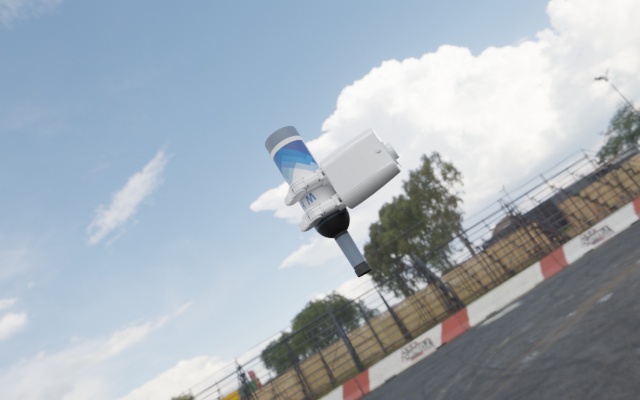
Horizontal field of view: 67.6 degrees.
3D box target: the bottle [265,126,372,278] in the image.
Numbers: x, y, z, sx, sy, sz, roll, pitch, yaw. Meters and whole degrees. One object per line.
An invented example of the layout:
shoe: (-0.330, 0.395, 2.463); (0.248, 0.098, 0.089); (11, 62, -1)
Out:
bottle: (0.000, 0.003, 0.839); (0.069, 0.295, 0.069); (-29, -17, -10)
